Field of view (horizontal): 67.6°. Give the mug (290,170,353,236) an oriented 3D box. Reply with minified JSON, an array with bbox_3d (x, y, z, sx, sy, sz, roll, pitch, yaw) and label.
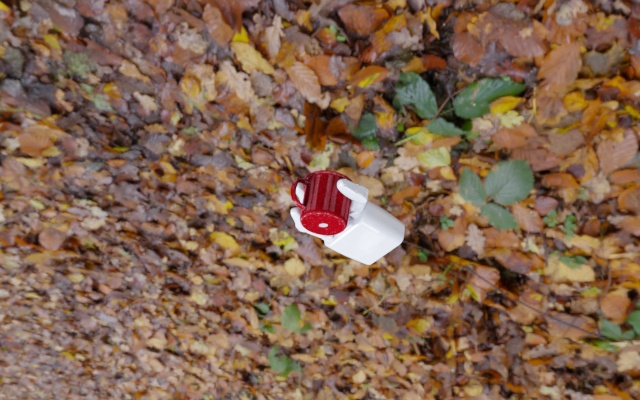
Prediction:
[{"bbox_3d":[-0.001,0.002,0.814,0.117,0.081,0.093,28,-36,-27],"label":"mug"}]
